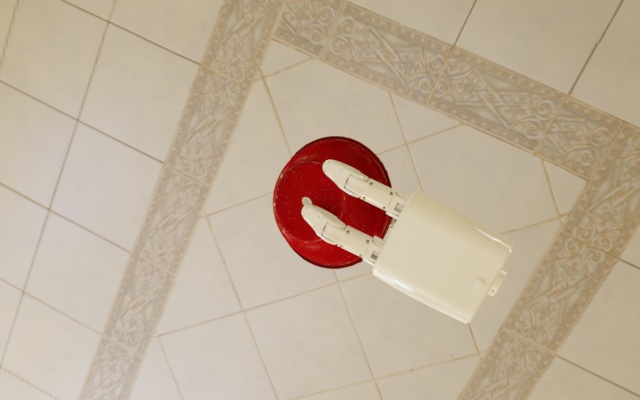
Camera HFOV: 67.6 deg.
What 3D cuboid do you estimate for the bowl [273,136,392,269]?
[{"bbox_3d":[-0.001,0.002,0.557,0.162,0.162,0.055,0,-1,30],"label":"bowl"}]
